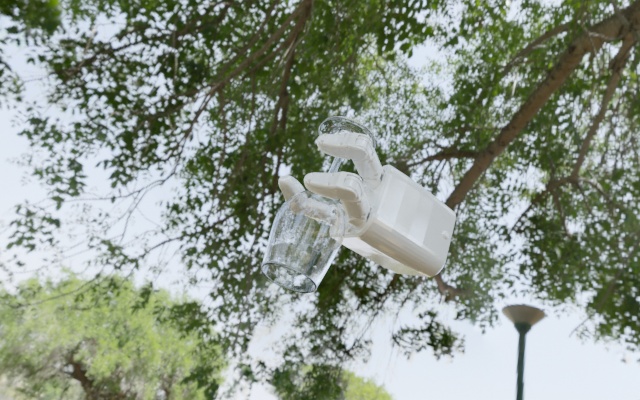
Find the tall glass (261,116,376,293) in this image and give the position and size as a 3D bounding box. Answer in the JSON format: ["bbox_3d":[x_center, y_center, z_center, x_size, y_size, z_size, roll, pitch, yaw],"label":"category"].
[{"bbox_3d":[0.000,0.001,0.541,0.079,0.201,0.079,17,-31,11],"label":"tall glass"}]
